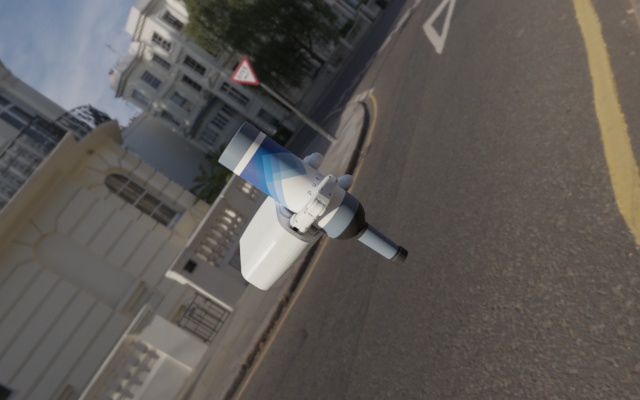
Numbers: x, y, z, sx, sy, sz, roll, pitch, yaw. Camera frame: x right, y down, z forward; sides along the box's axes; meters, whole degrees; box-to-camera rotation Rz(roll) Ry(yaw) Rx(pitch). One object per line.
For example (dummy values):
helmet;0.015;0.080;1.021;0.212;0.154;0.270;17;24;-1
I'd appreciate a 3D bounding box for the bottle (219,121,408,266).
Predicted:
bottle;0.000;0.002;0.670;0.296;0.069;0.069;35;-7;-10
